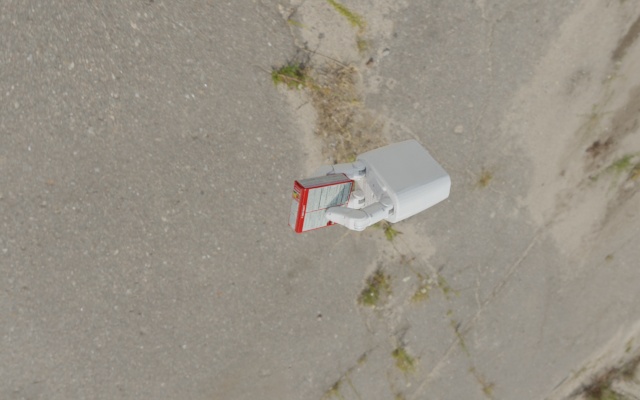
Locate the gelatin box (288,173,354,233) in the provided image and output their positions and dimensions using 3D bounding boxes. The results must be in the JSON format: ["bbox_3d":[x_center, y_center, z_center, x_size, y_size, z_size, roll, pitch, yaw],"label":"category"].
[{"bbox_3d":[0.000,0.003,0.688,0.089,0.073,0.030,-12,36,-35],"label":"gelatin box"}]
